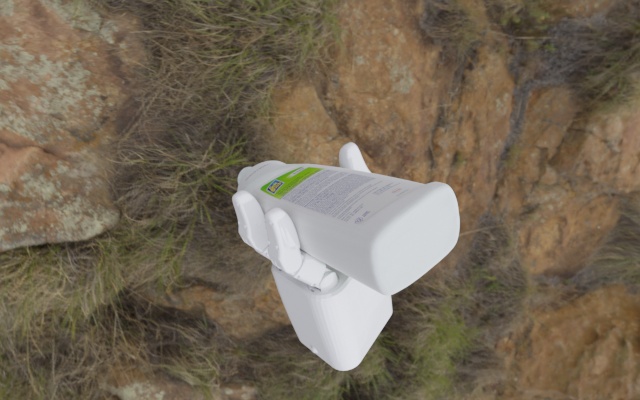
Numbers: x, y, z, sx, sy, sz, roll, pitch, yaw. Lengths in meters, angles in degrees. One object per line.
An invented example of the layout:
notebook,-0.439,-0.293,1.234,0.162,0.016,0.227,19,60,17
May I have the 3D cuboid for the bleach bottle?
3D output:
bleach bottle,0.000,0.002,0.460,0.102,0.068,0.250,-32,32,-27
